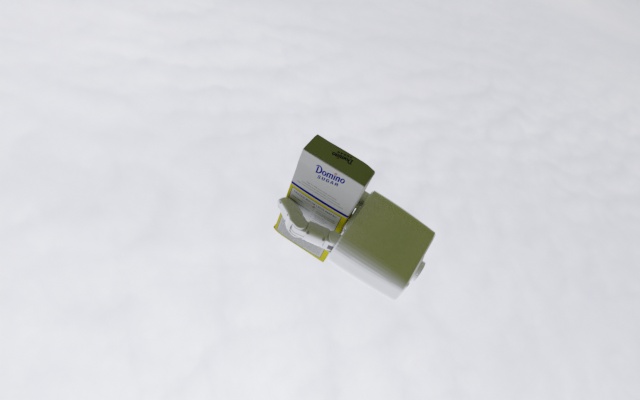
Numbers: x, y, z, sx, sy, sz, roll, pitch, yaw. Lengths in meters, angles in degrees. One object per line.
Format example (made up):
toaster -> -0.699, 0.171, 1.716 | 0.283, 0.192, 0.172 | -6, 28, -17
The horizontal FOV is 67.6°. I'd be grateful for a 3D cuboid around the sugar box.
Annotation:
sugar box -> 0.000, 0.002, 0.658 | 0.093, 0.176, 0.048 | 33, 45, 6
